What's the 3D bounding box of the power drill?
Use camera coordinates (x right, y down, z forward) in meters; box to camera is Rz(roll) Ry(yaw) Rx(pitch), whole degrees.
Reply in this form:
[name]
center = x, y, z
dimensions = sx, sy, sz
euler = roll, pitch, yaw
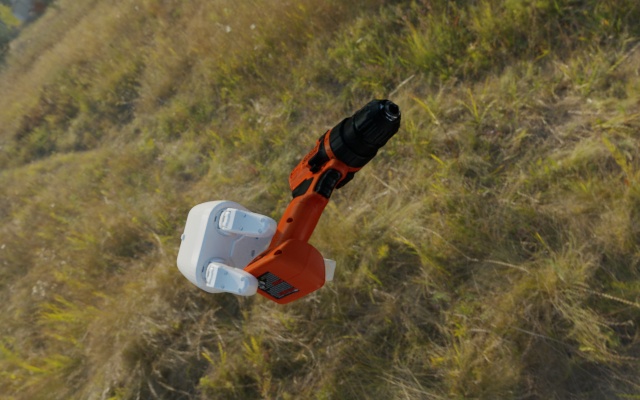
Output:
[power drill]
center = 0.000, 0.002, 0.473
dimensions = 0.057, 0.187, 0.184
euler = 34, -35, -12
